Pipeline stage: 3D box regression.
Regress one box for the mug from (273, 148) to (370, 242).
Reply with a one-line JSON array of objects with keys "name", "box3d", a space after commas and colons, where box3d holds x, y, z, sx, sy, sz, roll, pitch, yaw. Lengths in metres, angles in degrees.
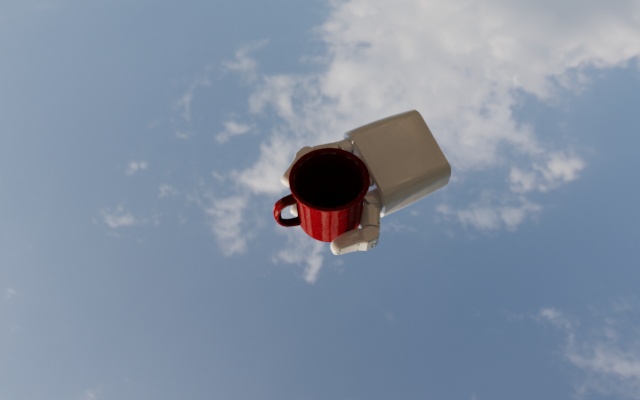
[{"name": "mug", "box3d": [-0.001, 0.003, 0.573, 0.117, 0.093, 0.082, -22, -33, -13]}]
